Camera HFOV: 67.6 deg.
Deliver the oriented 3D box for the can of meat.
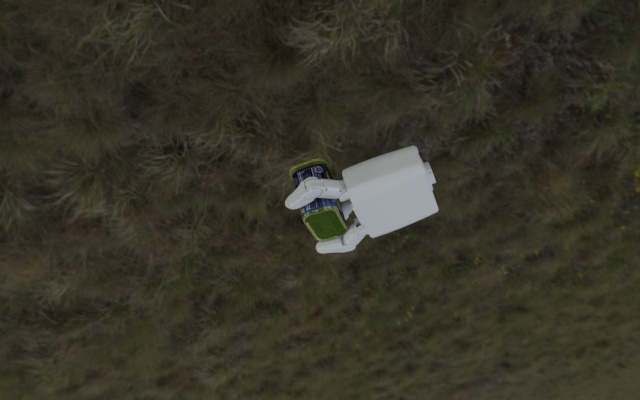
[{"bbox_3d":[0.000,0.003,0.702,0.057,0.084,0.102,-19,-30,7],"label":"can of meat"}]
